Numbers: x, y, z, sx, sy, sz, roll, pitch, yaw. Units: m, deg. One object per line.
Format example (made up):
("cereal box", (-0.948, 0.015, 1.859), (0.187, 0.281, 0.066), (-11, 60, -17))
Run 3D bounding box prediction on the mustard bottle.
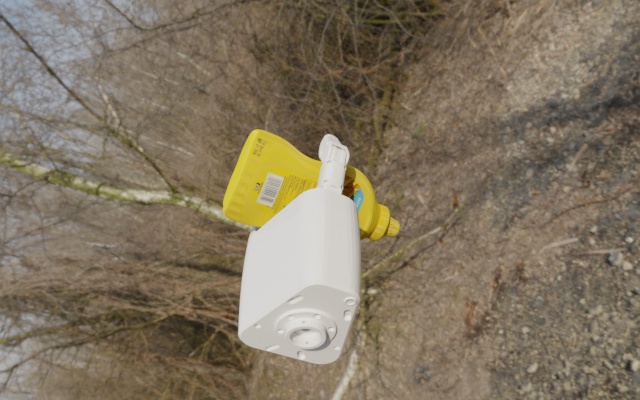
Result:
("mustard bottle", (0.000, 0.001, 0.514), (0.191, 0.096, 0.058), (20, 13, -16))
